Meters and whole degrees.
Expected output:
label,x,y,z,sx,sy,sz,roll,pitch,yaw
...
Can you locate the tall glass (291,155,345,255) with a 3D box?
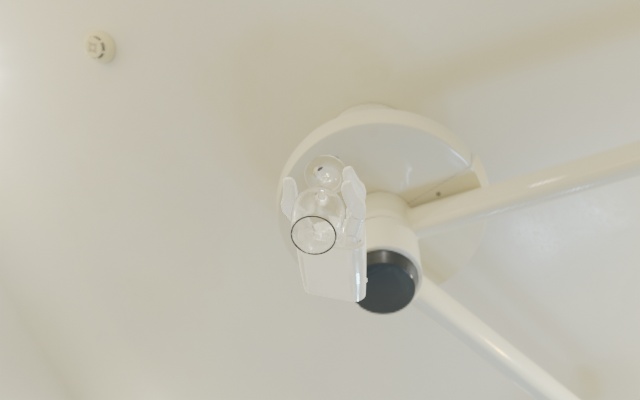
label,x,y,z,sx,sy,sz,roll,pitch,yaw
tall glass,0.000,0.002,0.725,0.079,0.079,0.201,0,27,6
